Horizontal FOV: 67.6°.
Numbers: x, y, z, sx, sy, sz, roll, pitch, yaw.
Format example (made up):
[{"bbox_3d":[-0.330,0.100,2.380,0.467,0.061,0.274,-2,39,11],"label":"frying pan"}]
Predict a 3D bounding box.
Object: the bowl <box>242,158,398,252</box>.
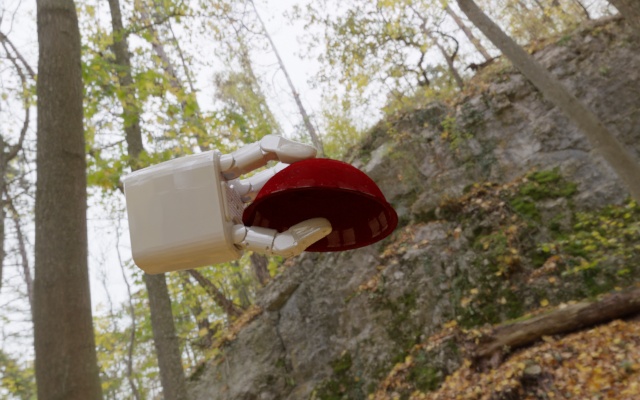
[{"bbox_3d":[0.001,0.001,0.508,0.162,0.055,0.162,1,-27,1],"label":"bowl"}]
